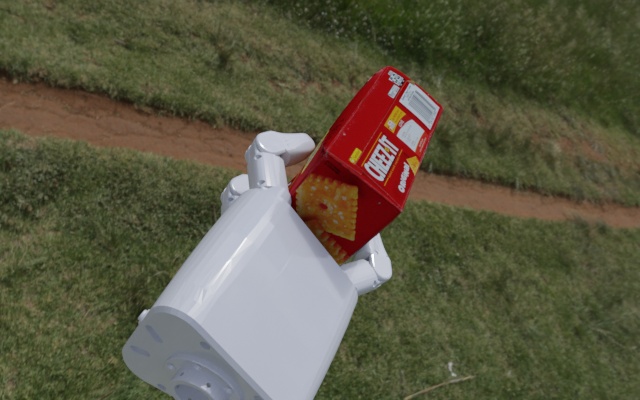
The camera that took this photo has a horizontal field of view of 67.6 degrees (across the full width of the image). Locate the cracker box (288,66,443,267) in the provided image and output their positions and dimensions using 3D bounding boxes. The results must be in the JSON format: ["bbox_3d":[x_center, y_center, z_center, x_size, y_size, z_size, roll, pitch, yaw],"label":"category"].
[{"bbox_3d":[0.000,0.001,0.420,0.214,0.072,0.164,-46,8,41],"label":"cracker box"}]
